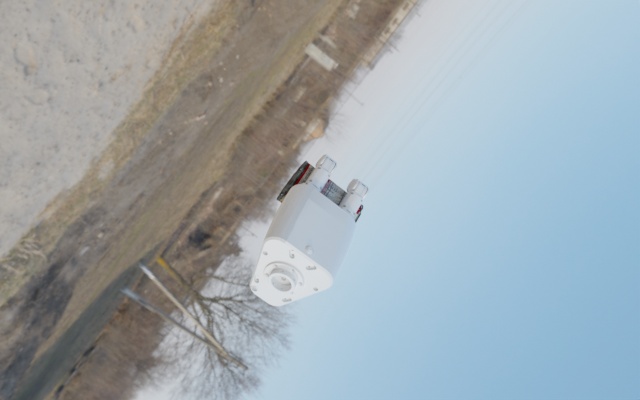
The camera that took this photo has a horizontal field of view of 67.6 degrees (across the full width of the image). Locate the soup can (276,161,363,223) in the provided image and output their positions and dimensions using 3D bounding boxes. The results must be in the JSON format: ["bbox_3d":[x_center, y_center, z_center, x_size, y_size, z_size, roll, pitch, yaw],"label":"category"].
[{"bbox_3d":[0.000,0.002,0.660,0.102,0.068,0.068,37,-6,-9],"label":"soup can"}]
